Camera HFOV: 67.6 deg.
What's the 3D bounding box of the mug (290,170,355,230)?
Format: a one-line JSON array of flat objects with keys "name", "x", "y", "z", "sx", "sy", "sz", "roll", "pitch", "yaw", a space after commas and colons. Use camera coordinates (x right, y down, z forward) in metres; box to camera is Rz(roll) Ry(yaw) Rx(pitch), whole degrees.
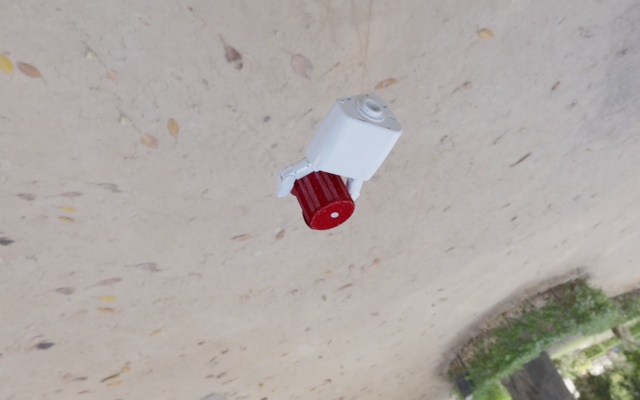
[{"name": "mug", "x": 0.000, "y": 0.004, "z": 0.791, "sx": 0.093, "sy": 0.081, "sz": 0.117, "roll": -2, "pitch": -39, "yaw": -35}]
